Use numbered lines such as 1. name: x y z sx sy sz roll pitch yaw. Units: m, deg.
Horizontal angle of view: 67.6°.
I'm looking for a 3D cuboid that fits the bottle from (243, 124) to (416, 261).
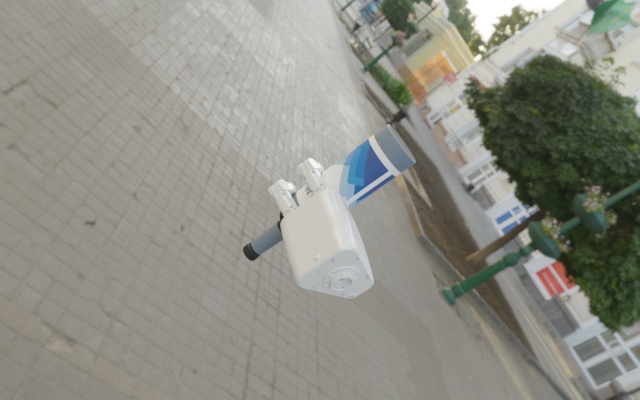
1. bottle: 0.000 0.002 0.710 0.296 0.069 0.069 -36 -12 18
